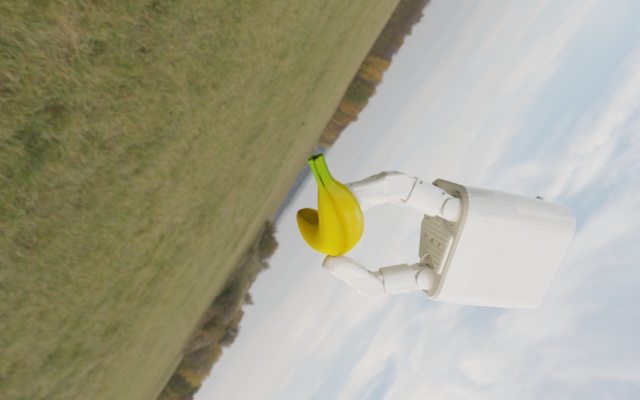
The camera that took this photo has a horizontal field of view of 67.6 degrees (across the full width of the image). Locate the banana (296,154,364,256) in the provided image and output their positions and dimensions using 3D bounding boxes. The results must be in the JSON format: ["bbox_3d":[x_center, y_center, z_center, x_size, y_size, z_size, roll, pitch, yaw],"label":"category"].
[{"bbox_3d":[0.007,0.018,0.429,0.037,0.069,0.198,-18,-11,-11],"label":"banana"}]
